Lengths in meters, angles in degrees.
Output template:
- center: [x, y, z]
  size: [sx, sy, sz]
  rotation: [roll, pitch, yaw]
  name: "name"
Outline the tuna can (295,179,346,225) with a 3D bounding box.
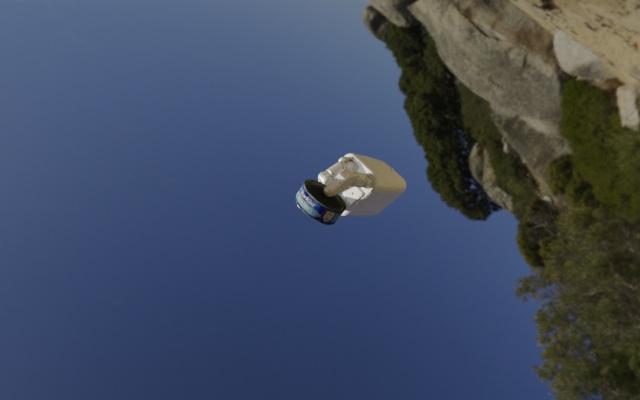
- center: [0.000, 0.003, 0.822]
  size: [0.086, 0.034, 0.086]
  rotation: [29, 23, -14]
  name: "tuna can"
